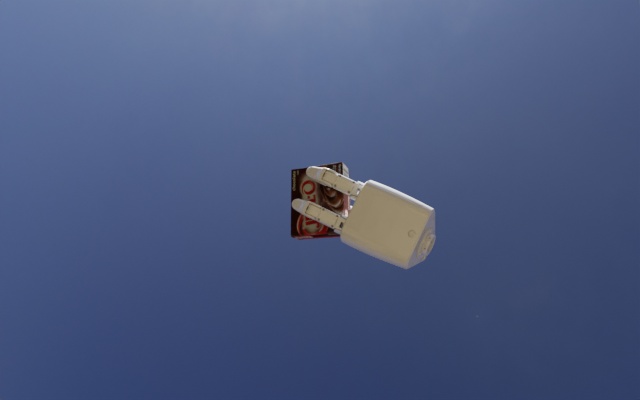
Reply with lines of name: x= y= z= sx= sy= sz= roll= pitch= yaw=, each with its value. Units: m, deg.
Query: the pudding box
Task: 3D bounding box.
pudding box: x=0.000 y=0.002 z=0.748 sx=0.090 sy=0.113 sz=0.039 roll=-7 pitch=-18 yaw=22
